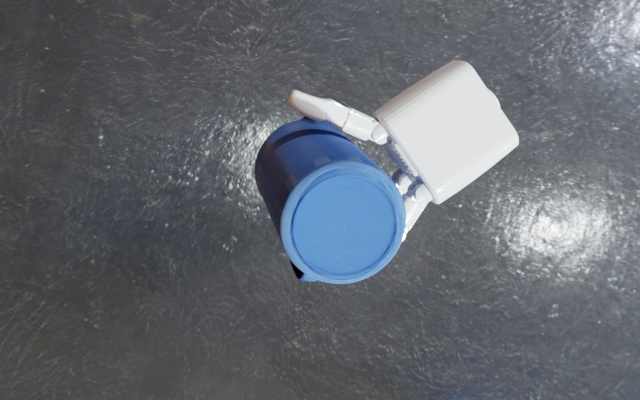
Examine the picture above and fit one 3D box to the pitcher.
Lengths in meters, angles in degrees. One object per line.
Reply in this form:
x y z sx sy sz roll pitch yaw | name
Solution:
0.000 0.001 0.503 0.145 0.149 0.242 -34 17 1 | pitcher
